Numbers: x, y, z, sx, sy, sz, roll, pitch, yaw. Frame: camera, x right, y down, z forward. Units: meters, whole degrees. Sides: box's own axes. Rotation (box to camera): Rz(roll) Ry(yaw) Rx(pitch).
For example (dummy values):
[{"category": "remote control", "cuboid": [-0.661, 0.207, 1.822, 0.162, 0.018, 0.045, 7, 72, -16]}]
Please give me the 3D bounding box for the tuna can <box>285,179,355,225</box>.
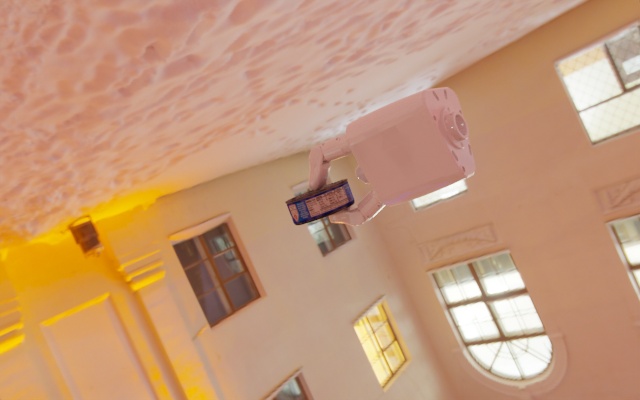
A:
[{"category": "tuna can", "cuboid": [0.000, 0.003, 0.617, 0.086, 0.034, 0.086, -20, 4, 2]}]
